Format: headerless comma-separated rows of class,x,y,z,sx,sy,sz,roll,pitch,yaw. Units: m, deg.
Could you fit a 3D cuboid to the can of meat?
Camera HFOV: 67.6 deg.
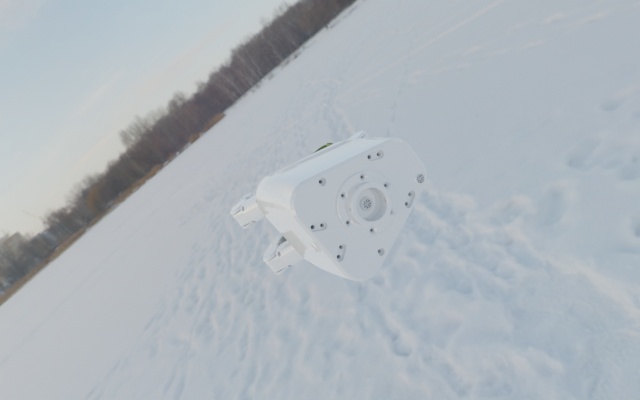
can of meat,0.000,0.001,0.502,0.102,0.084,0.057,-43,15,-9
